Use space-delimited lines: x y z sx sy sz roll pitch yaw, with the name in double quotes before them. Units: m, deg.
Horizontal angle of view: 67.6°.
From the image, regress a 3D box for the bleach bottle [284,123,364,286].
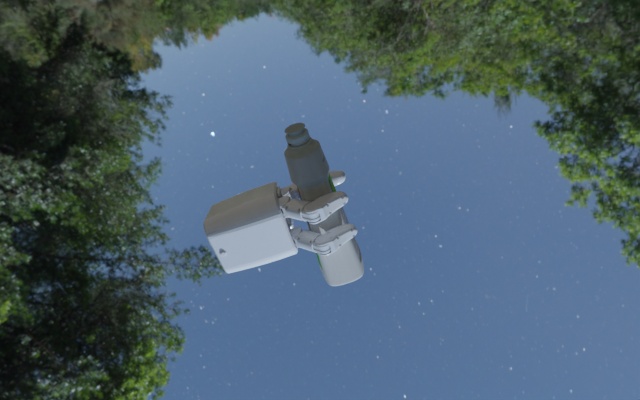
"bleach bottle" 0.000 0.002 0.688 0.068 0.251 0.102 -18 32 2
